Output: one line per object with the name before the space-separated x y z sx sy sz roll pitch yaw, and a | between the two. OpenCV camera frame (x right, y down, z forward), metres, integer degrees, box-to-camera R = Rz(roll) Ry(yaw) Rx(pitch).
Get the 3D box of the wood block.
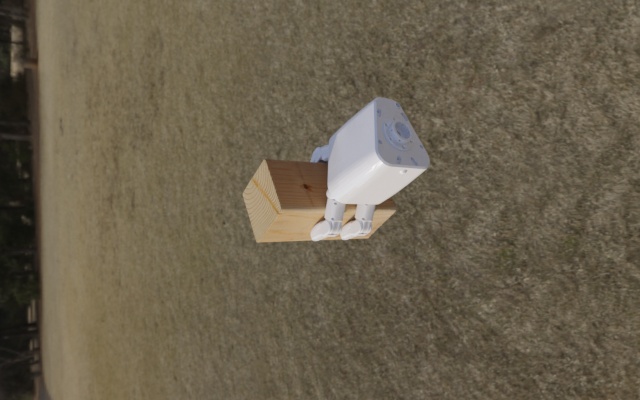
wood block | 0.000 0.002 0.734 0.206 0.090 0.090 1 -36 -34
